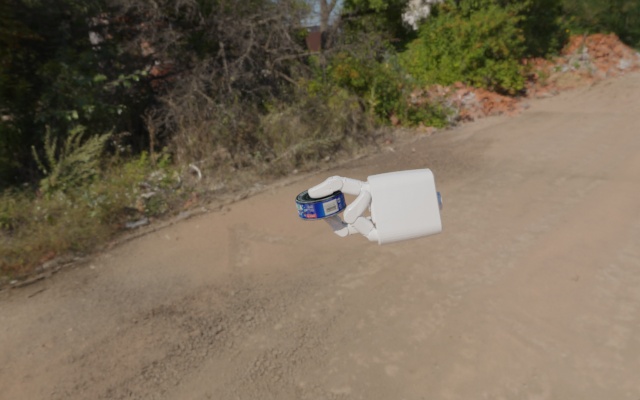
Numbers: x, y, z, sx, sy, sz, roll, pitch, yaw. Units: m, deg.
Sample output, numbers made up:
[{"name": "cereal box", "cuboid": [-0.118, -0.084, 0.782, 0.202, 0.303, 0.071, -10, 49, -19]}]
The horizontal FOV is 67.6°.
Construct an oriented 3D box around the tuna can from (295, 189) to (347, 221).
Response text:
[{"name": "tuna can", "cuboid": [0.000, 0.002, 0.828, 0.086, 0.034, 0.086, -12, 18, 4]}]
